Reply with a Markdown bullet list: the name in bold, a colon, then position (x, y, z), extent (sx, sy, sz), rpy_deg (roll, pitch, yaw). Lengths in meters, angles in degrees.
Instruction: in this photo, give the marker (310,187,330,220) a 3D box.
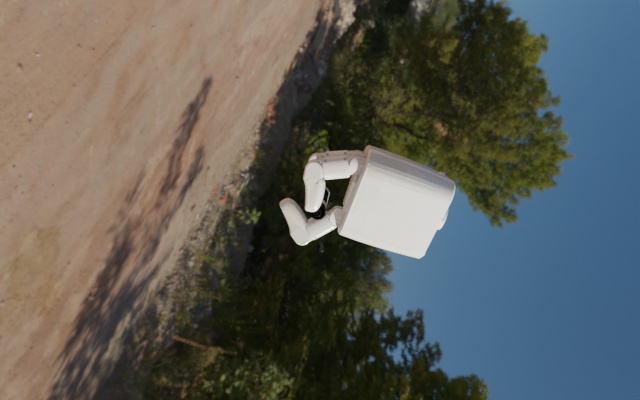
- **marker**: position (0.000, 0.002, 0.614), extent (0.020, 0.020, 0.121), rpy_deg (0, 12, 3)
